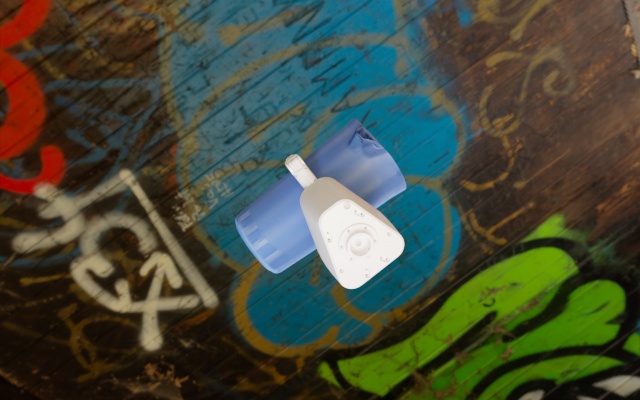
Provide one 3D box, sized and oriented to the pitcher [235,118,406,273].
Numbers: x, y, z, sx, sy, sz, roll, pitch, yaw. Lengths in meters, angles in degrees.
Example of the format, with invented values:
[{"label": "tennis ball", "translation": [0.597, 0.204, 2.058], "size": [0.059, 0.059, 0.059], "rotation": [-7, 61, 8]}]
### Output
[{"label": "pitcher", "translation": [0.000, 0.002, 0.729], "size": [0.243, 0.149, 0.145], "rotation": [-37, 20, -1]}]
